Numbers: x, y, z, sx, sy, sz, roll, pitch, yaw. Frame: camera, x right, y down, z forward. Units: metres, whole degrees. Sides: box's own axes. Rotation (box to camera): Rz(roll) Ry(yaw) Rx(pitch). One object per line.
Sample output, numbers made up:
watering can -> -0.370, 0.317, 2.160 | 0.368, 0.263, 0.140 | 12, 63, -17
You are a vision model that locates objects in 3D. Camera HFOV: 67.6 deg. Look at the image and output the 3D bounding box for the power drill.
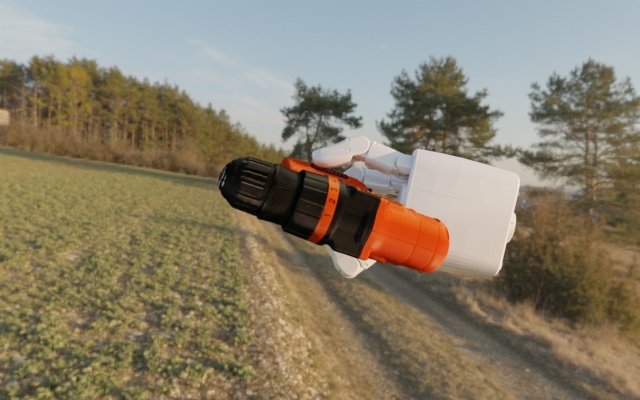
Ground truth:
power drill -> 0.000, 0.001, 0.429 | 0.184, 0.057, 0.187 | 21, 6, -13
